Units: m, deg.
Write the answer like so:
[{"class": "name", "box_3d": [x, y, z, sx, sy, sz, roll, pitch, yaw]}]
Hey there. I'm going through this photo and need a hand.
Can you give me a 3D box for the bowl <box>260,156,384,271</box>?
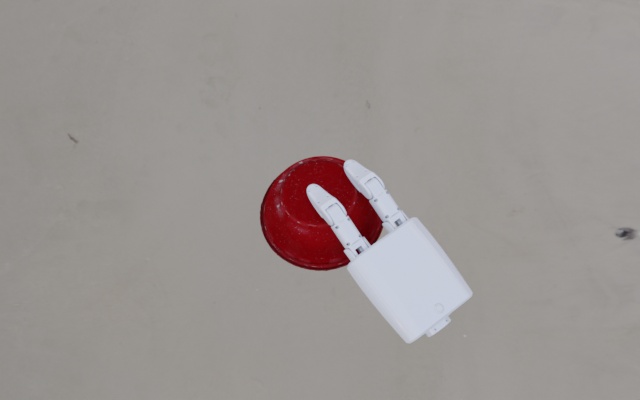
[{"class": "bowl", "box_3d": [-0.001, 0.001, 0.591, 0.162, 0.162, 0.055, 0, -28, 5]}]
